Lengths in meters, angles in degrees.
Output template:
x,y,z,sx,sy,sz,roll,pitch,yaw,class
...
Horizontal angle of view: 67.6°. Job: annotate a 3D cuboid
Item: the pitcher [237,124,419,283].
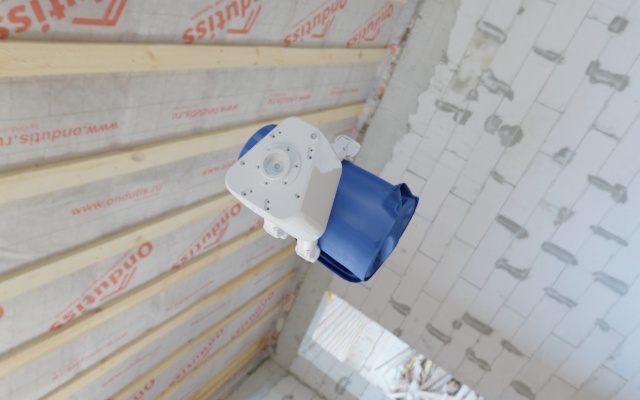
x,y,z,sx,sy,sz,roll,pitch,yaw,class
0.000,0.002,0.671,0.243,0.149,0.145,32,-3,17,pitcher
